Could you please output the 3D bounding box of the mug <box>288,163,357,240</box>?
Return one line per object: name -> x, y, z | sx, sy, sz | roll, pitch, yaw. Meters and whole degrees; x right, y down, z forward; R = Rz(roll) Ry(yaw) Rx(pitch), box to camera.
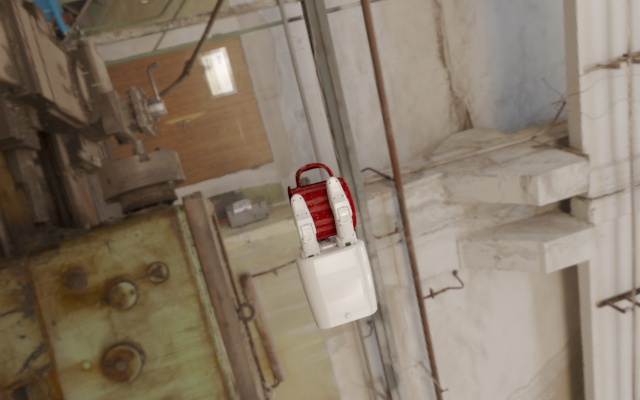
mug -> 0.000, 0.001, 0.697 | 0.081, 0.117, 0.093 | -15, 10, -8
